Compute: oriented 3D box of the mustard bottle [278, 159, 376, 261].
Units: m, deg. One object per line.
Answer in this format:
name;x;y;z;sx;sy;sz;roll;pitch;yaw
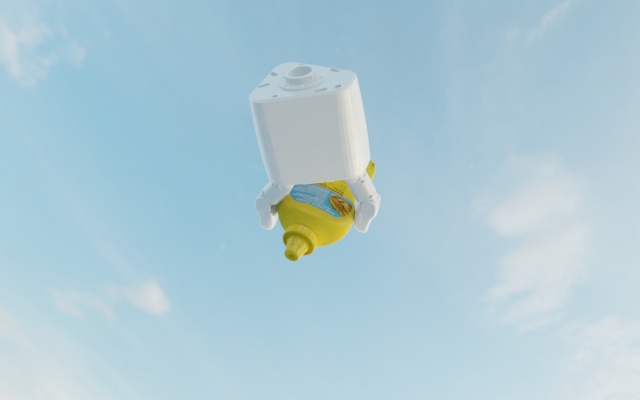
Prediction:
mustard bottle;0.000;0.002;0.604;0.096;0.058;0.191;24;46;5
